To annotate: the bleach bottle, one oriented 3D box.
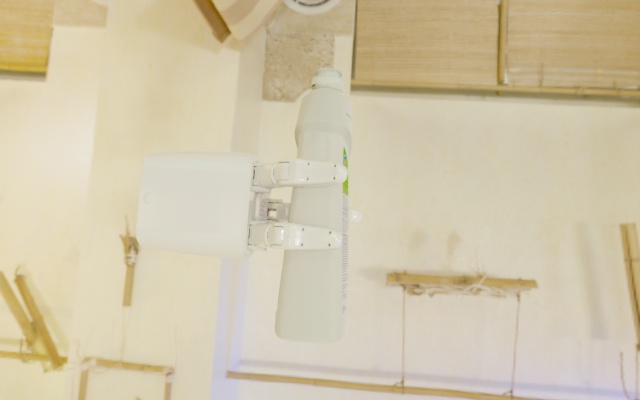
[{"bbox_3d":[0.000,0.002,0.461,0.068,0.251,0.102,3,-6,5],"label":"bleach bottle"}]
